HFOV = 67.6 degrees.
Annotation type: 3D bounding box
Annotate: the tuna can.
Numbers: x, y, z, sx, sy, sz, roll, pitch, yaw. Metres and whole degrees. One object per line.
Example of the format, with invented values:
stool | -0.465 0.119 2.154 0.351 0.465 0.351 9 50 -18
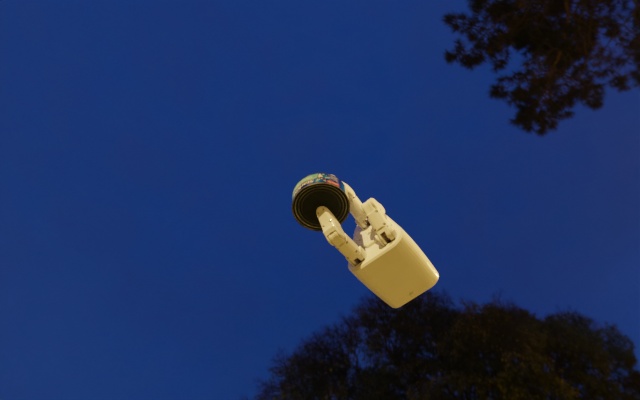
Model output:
tuna can | 0.000 0.002 0.711 0.086 0.086 0.033 0 34 -2
